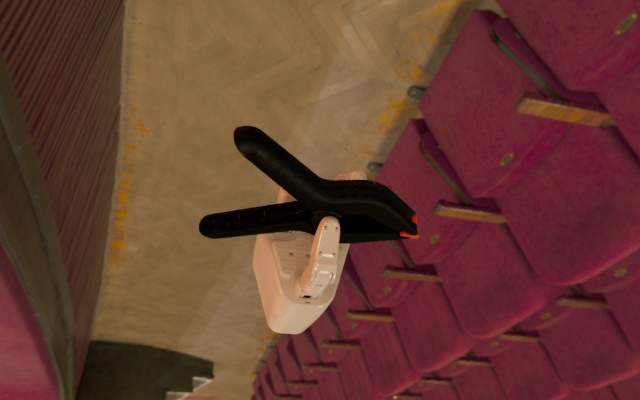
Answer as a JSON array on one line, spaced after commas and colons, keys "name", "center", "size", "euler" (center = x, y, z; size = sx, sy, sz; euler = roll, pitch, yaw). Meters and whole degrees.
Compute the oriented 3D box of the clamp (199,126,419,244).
[{"name": "clamp", "center": [0.001, 0.002, 0.435], "size": [0.210, 0.036, 0.165], "euler": [7, -31, -13]}]
